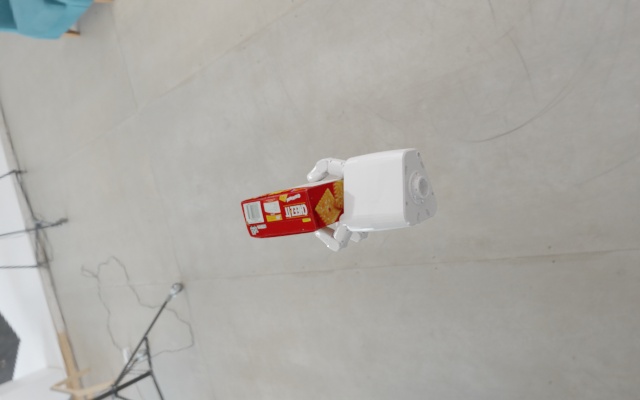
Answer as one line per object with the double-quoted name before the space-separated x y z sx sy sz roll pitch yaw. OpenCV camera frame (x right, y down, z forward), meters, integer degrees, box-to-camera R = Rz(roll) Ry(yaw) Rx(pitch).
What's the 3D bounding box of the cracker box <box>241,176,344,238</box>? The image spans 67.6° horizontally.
"cracker box" 0.000 0.003 0.815 0.164 0.072 0.213 -10 5 44
